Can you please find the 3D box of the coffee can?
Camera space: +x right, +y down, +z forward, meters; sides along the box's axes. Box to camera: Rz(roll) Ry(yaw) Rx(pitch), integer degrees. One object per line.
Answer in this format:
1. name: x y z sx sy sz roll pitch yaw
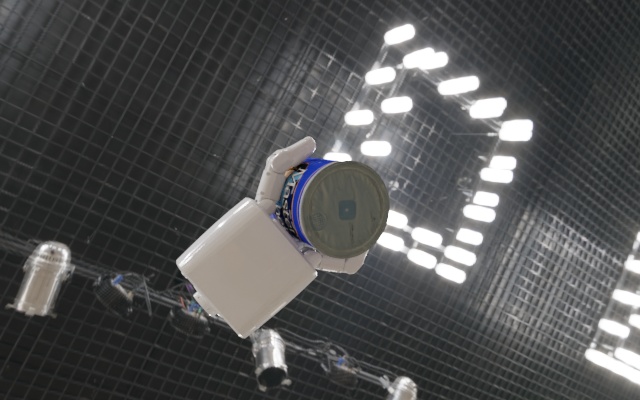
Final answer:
1. coffee can: 0.000 0.002 0.553 0.103 0.103 0.140 0 7 -24
